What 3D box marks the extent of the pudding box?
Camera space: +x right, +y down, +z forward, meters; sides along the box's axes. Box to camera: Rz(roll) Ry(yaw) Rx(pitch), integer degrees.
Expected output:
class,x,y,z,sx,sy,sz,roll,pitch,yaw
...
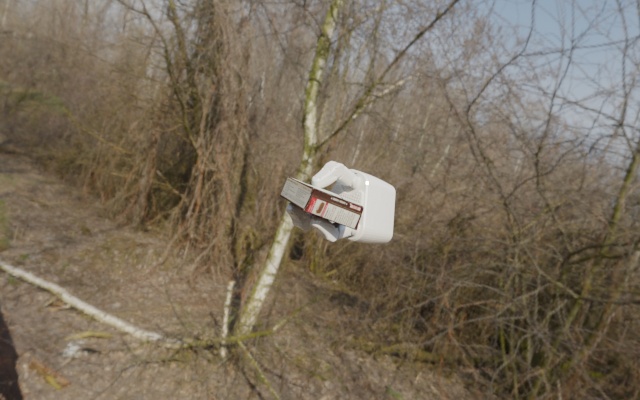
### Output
class,x,y,z,sx,sy,sz,roll,pitch,yaw
pudding box,0.000,0.002,0.709,0.090,0.039,0.113,20,1,-24
